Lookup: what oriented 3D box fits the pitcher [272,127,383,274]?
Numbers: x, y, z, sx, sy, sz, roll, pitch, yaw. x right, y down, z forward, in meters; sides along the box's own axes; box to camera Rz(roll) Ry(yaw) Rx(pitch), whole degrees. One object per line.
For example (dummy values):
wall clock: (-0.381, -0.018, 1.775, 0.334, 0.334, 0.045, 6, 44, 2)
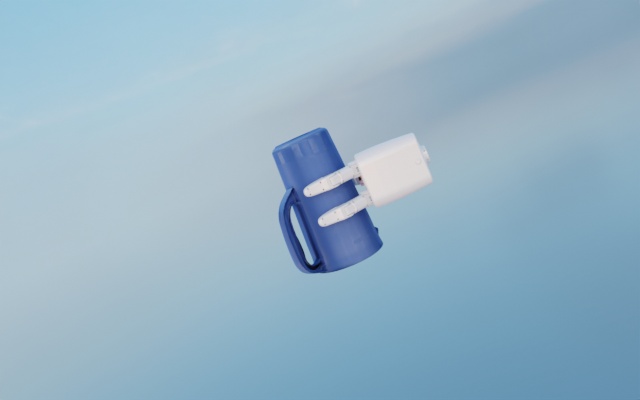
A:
pitcher: (0.000, 0.003, 0.851, 0.145, 0.243, 0.149, -22, 7, 12)
